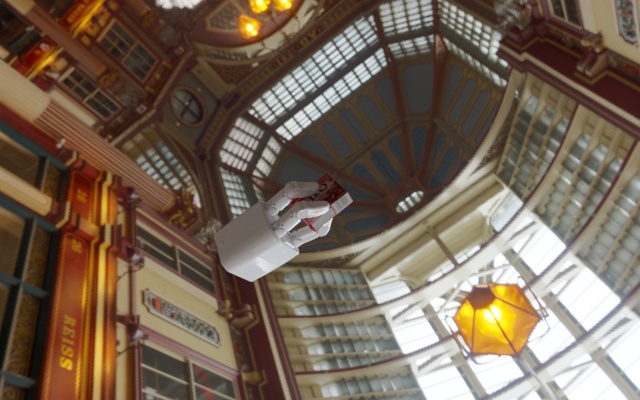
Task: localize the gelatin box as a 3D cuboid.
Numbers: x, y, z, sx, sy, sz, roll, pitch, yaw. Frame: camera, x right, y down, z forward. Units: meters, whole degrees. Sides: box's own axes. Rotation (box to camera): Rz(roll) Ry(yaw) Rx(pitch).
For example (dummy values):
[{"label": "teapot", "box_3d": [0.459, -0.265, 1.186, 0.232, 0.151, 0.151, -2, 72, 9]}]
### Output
[{"label": "gelatin box", "box_3d": [0.001, 0.003, 0.838, 0.073, 0.089, 0.030, 45, -9, 47]}]
